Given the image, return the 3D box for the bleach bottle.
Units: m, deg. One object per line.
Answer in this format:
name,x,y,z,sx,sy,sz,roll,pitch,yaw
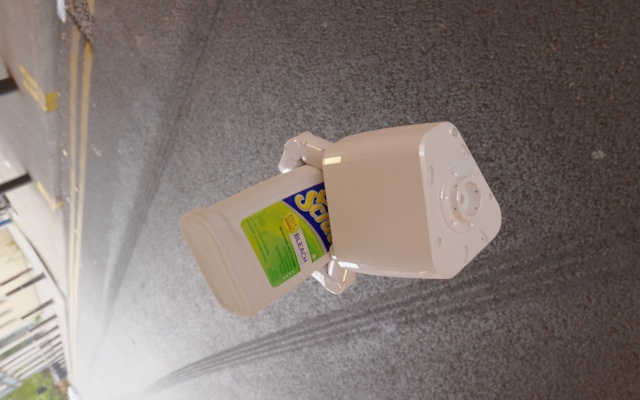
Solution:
bleach bottle,0.000,0.002,0.459,0.250,0.102,0.068,-33,18,-34
